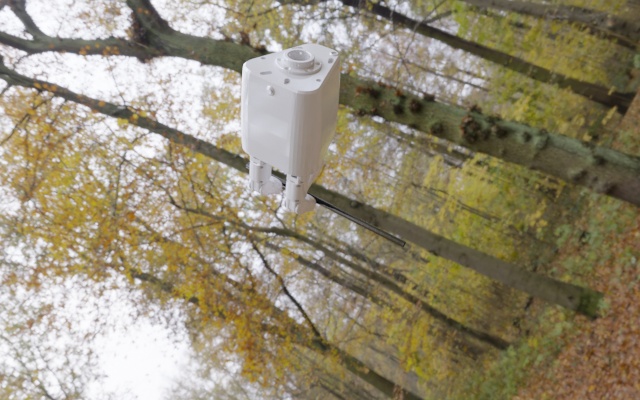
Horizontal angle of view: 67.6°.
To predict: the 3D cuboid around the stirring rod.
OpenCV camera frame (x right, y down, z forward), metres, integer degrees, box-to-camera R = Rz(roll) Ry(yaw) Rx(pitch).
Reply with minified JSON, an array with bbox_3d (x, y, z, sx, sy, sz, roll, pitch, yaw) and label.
[{"bbox_3d":[0.000,0.002,0.614,0.239,0.011,0.011,27,10,21],"label":"stirring rod"}]
